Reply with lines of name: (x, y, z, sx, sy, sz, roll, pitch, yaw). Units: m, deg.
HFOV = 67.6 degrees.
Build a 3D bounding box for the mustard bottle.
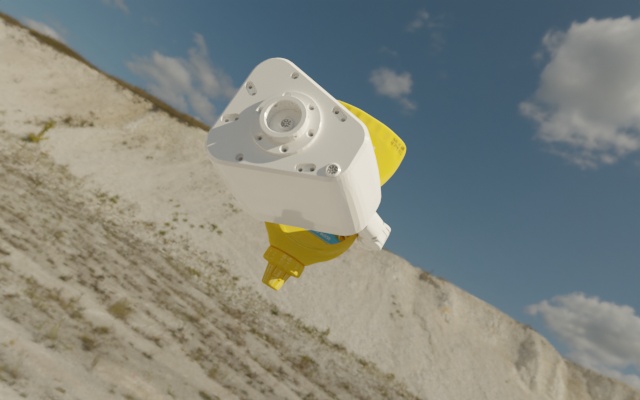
mustard bottle: (0.000, 0.001, 0.472, 0.096, 0.191, 0.058, 32, -14, -5)
